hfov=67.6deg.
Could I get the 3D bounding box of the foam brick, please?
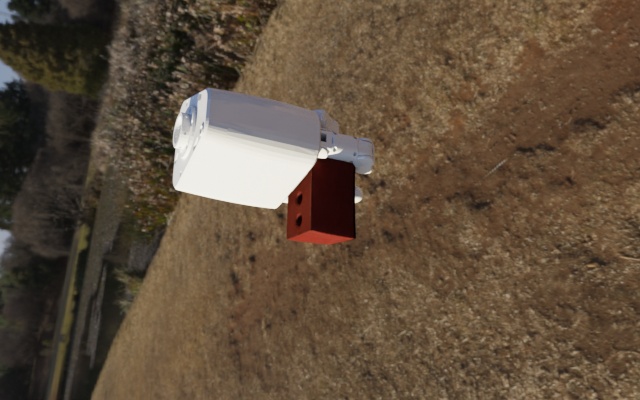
[{"bbox_3d":[0.000,0.002,0.477,0.051,0.078,0.053,10,-18,-30],"label":"foam brick"}]
